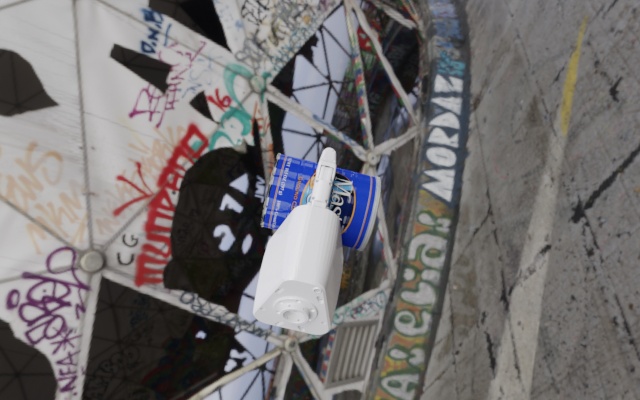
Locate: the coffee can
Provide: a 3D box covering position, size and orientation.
[{"bbox_3d":[0.000,0.002,0.642,0.140,0.103,0.103,14,-1,-3],"label":"coffee can"}]
